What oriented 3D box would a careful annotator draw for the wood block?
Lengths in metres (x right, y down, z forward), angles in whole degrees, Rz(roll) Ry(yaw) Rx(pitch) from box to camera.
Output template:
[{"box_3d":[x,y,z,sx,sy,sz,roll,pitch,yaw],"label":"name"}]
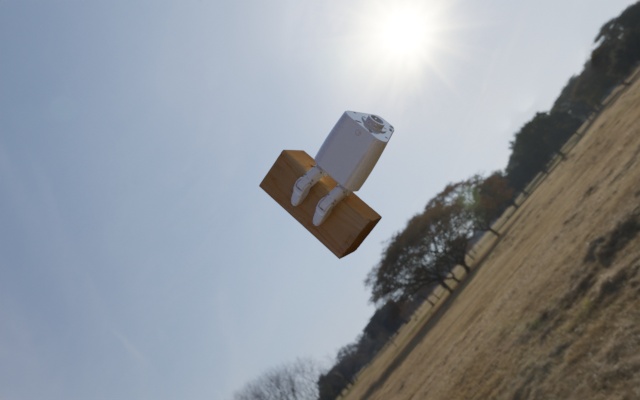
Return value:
[{"box_3d":[0.000,0.002,0.892,0.206,0.090,0.091,42,19,16],"label":"wood block"}]
